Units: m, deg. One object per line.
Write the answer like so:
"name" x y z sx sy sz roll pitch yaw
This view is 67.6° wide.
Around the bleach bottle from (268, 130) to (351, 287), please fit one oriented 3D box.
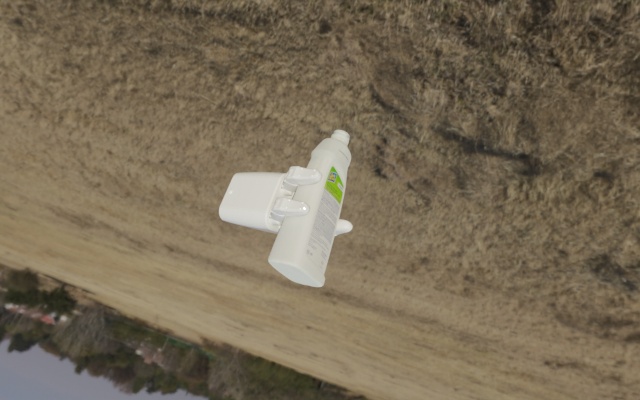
"bleach bottle" 0.000 0.002 0.763 0.068 0.250 0.103 6 -26 31
